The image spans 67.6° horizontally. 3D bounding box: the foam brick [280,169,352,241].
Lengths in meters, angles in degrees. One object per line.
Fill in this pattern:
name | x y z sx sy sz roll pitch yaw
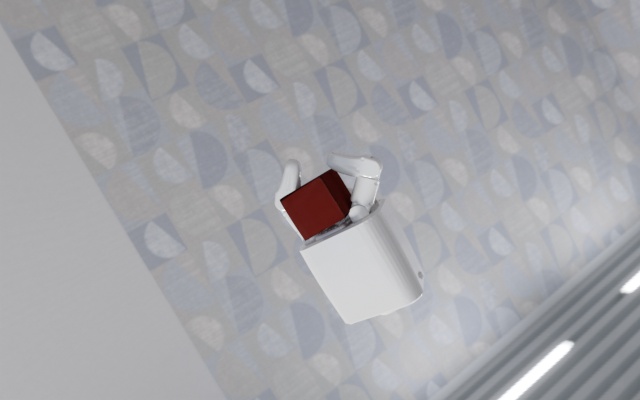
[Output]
foam brick | 0.000 0.002 0.518 0.053 0.051 0.078 -30 3 17
